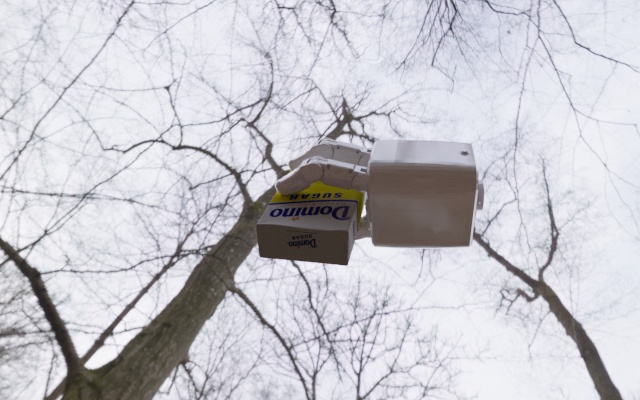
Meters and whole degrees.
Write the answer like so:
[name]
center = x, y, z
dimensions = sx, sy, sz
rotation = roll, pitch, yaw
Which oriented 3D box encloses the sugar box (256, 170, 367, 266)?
[sugar box]
center = 0.000, 0.001, 0.530
dimensions = 0.093, 0.048, 0.176
rotation = 4, 27, 11
